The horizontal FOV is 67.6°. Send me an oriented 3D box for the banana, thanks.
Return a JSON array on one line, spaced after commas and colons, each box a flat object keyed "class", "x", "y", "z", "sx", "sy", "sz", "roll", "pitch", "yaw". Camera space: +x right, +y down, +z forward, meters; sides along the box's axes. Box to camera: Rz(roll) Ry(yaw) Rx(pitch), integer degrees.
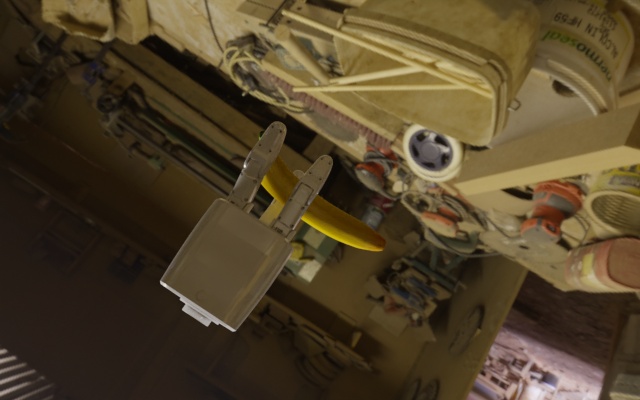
[{"class": "banana", "x": -0.011, "y": 0.002, "z": 0.559, "sx": 0.198, "sy": 0.037, "sz": 0.069, "roll": 40, "pitch": -22, "yaw": -16}]
